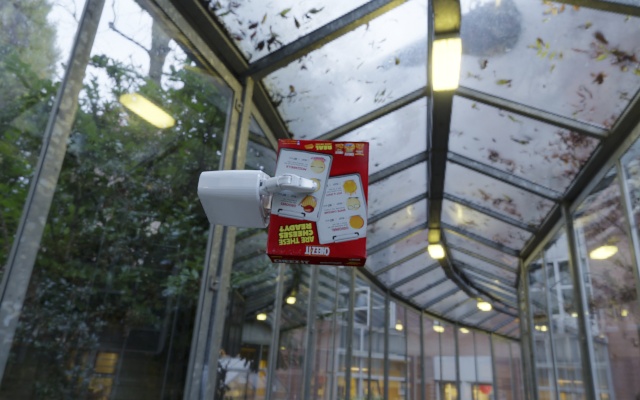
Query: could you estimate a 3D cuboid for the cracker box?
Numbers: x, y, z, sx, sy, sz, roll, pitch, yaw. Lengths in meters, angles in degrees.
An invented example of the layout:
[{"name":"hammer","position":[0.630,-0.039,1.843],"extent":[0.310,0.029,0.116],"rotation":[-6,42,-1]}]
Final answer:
[{"name":"cracker box","position":[0.000,0.002,0.830],"extent":[0.164,0.213,0.072],"rotation":[2,-21,4]}]
